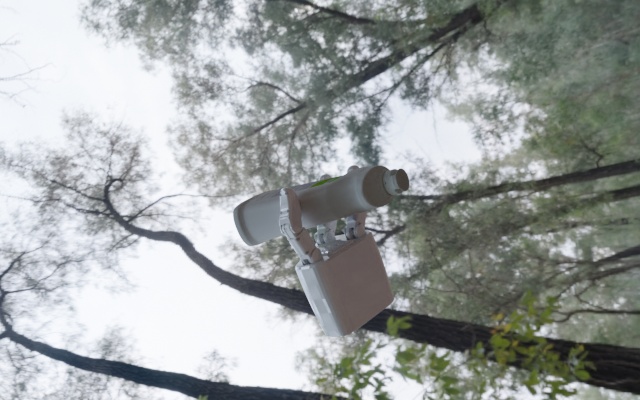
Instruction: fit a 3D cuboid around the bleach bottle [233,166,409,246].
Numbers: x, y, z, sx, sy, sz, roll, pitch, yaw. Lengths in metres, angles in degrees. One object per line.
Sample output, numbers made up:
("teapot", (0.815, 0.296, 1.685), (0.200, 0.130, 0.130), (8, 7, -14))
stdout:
("bleach bottle", (0.000, 0.002, 0.640), (0.251, 0.068, 0.102), (-14, 11, 40))
